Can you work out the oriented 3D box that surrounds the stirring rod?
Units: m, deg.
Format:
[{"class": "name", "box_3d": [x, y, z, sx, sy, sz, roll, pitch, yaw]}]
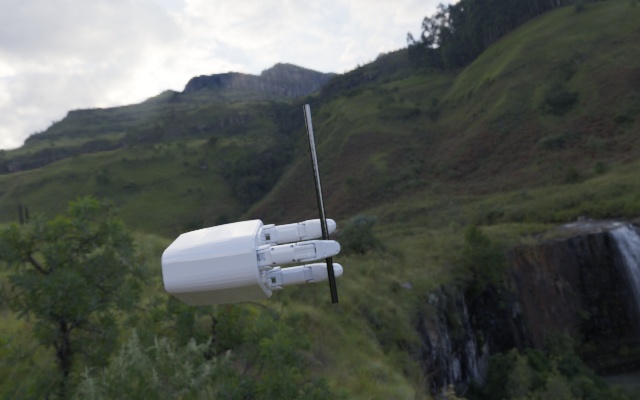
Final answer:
[{"class": "stirring rod", "box_3d": [0.000, 0.002, 0.572, 0.011, 0.239, 0.011, -8, -6, -1]}]
